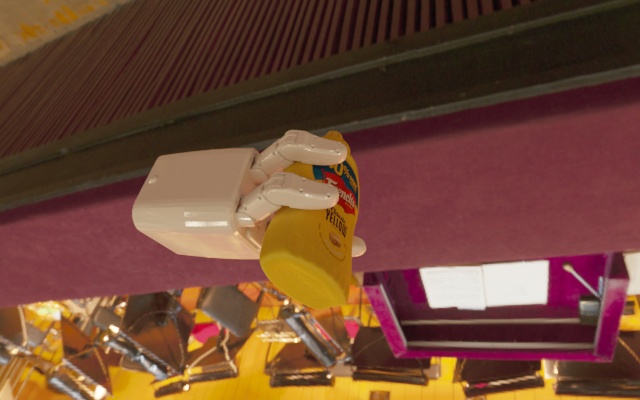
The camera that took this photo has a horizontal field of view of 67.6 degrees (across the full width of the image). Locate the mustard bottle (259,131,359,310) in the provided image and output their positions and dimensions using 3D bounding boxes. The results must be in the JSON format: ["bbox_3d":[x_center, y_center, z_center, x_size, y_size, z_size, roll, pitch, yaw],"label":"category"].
[{"bbox_3d":[0.000,0.002,0.469,0.058,0.191,0.096,-20,-49,32],"label":"mustard bottle"}]
